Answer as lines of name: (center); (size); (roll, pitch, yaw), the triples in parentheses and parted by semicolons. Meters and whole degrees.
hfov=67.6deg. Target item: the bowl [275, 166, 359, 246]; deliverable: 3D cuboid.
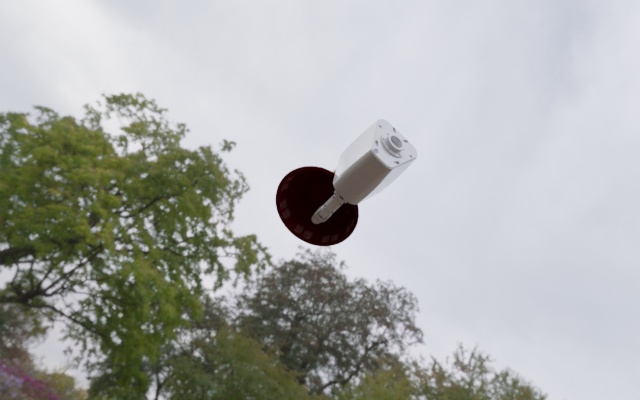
bowl: (-0.001, 0.003, 0.890); (0.162, 0.162, 0.055); (0, 24, 21)
